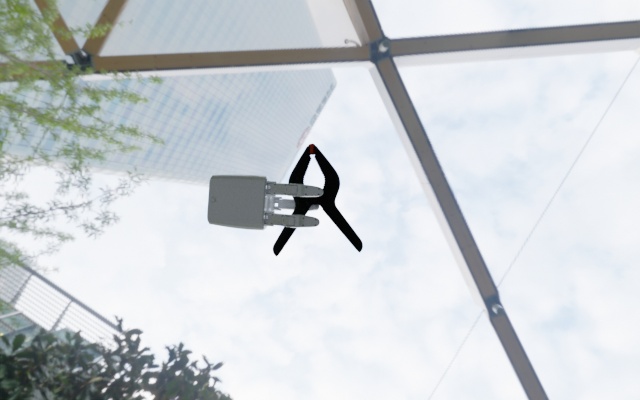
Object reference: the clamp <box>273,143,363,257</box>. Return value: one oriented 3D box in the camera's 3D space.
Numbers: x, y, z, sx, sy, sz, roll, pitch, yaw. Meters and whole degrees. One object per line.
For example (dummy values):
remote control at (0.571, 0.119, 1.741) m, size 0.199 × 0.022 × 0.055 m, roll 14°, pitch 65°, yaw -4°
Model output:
clamp at (0.000, 0.002, 0.874) m, size 0.164 × 0.210 × 0.036 m, roll 4°, pitch -1°, yaw 2°
